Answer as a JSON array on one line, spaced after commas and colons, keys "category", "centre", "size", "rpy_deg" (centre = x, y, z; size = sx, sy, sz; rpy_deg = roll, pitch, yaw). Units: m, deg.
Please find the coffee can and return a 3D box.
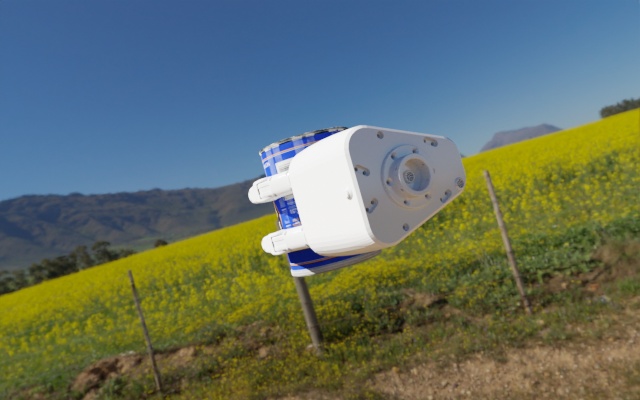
[{"category": "coffee can", "centre": [0.000, 0.002, 0.526], "size": [0.103, 0.140, 0.103], "rpy_deg": [-15, -1, 0]}]
